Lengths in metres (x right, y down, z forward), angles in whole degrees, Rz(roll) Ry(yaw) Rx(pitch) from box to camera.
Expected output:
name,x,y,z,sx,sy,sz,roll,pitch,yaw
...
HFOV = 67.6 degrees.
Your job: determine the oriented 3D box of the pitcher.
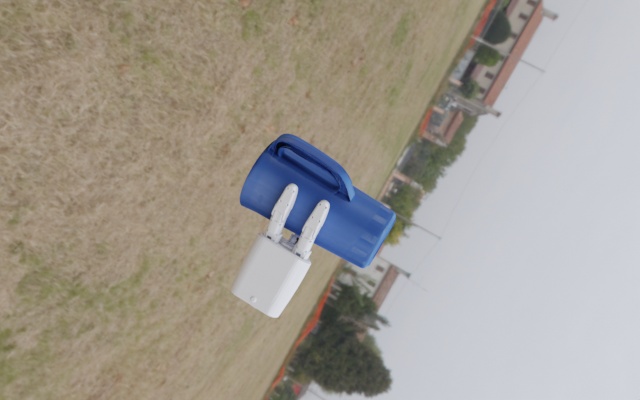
name,x,y,z,sx,sy,sz,roll,pitch,yaw
pitcher,0.000,0.003,0.791,0.243,0.145,0.149,30,2,8
